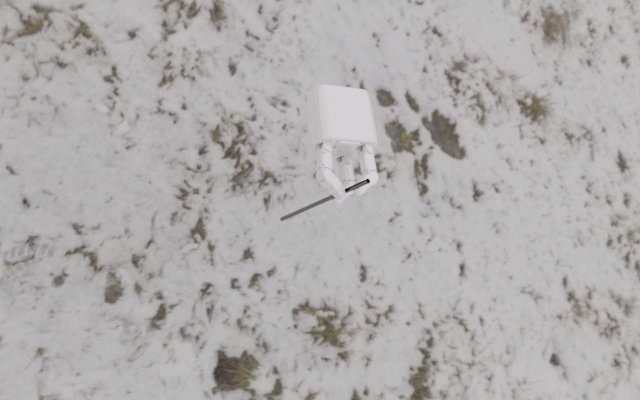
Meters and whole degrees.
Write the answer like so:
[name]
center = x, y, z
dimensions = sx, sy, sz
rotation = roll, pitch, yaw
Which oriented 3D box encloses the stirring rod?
[stirring rod]
center = 0.000, 0.003, 0.843
dimensions = 0.011, 0.011, 0.239
rotation = 0, -16, -41
